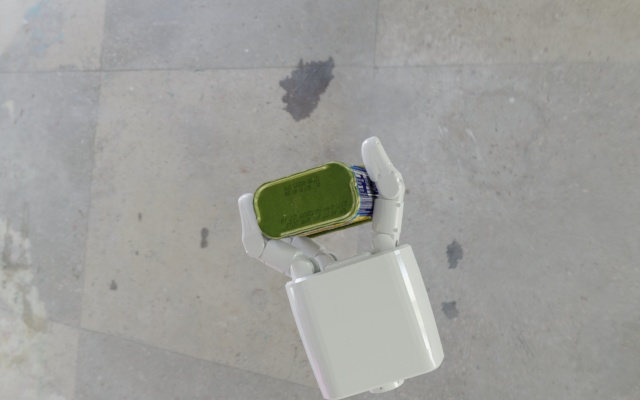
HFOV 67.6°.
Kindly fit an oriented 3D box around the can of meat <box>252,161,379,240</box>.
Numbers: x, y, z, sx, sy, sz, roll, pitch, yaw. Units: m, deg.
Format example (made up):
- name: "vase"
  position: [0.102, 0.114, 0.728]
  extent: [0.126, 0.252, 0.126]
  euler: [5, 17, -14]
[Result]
- name: "can of meat"
  position: [0.000, 0.001, 0.439]
  extent: [0.102, 0.057, 0.084]
  euler: [-17, -6, 20]
